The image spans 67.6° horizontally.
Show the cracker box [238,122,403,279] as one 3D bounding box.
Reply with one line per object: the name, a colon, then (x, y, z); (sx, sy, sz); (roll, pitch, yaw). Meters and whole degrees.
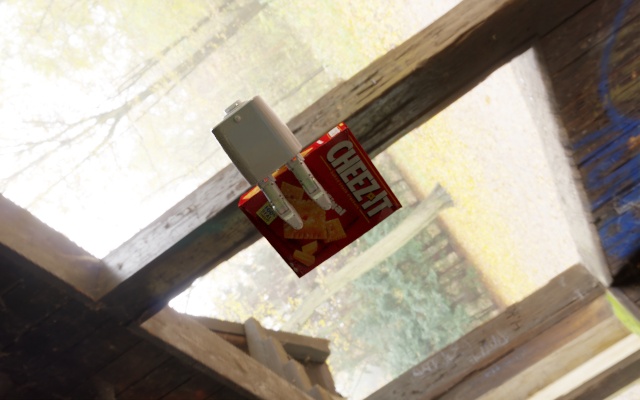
cracker box: (0.000, 0.003, 0.784); (0.214, 0.164, 0.072); (-35, 16, 6)
